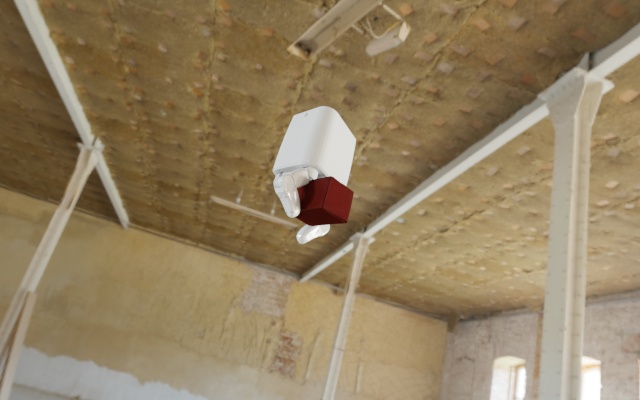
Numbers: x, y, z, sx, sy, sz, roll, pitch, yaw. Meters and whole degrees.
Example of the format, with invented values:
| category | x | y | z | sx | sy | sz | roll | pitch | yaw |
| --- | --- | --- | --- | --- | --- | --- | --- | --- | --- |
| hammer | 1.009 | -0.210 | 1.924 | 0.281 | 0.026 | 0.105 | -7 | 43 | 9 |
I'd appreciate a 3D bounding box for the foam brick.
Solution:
| category | x | y | z | sx | sy | sz | roll | pitch | yaw |
| --- | --- | --- | --- | --- | --- | --- | --- | --- | --- |
| foam brick | 0.000 | 0.002 | 0.692 | 0.078 | 0.051 | 0.053 | -7 | -33 | 45 |
